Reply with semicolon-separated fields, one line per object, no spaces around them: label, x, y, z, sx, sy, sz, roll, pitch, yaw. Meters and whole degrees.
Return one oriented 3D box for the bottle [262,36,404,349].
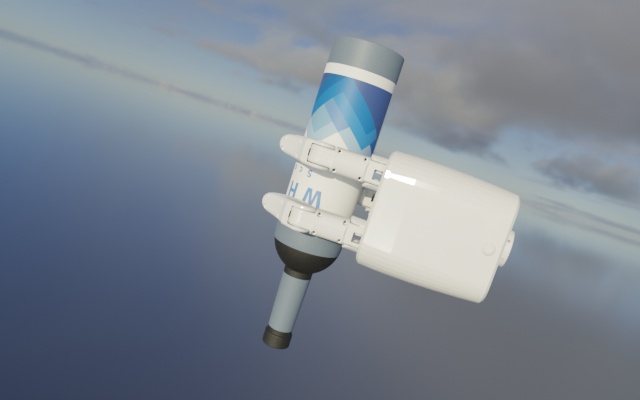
bottle;0.000;0.001;0.453;0.069;0.296;0.069;17;7;-2
